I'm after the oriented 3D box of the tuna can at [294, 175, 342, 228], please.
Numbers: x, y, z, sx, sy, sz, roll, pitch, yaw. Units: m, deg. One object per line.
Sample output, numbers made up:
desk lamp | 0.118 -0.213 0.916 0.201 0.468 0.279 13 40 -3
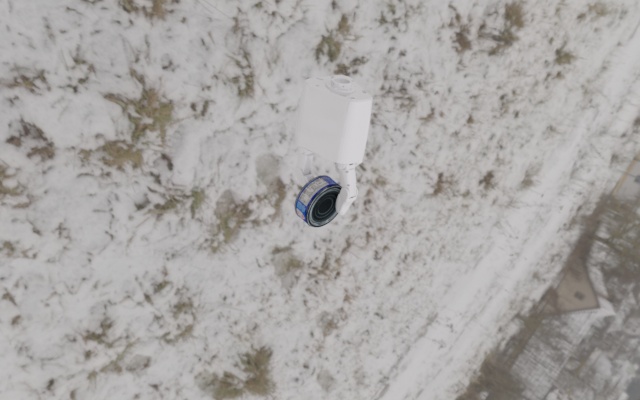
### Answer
tuna can | 0.000 0.003 0.800 0.086 0.086 0.033 0 32 -48
